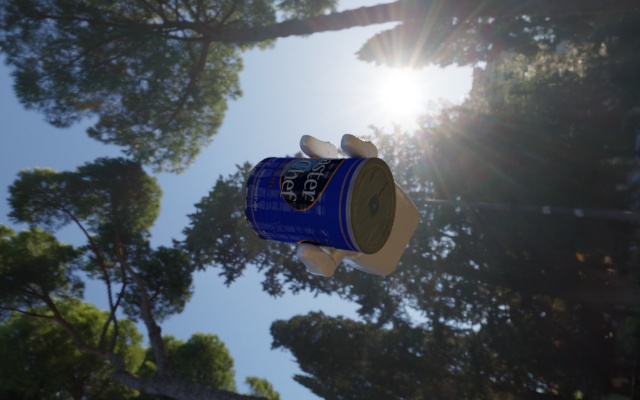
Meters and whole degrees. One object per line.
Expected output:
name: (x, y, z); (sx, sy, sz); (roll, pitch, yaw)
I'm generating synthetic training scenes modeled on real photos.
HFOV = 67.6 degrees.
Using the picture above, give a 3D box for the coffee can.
coffee can: (0.000, 0.002, 0.539); (0.140, 0.103, 0.103); (4, 2, 33)
